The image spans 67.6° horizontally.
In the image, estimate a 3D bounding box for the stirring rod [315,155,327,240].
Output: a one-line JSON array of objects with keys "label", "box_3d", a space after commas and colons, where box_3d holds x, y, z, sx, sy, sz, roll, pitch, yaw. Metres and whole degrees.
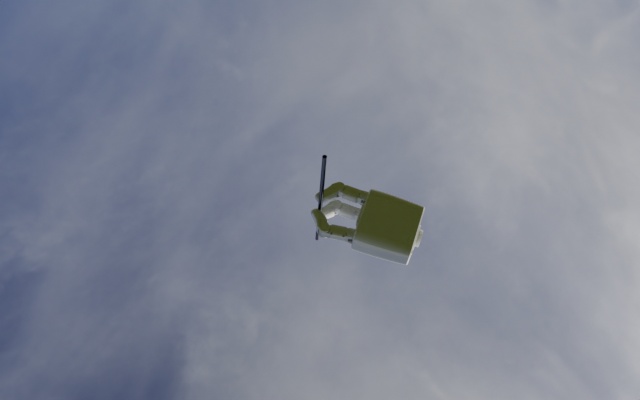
[{"label": "stirring rod", "box_3d": [0.000, 0.003, 0.872, 0.011, 0.011, 0.240, 0, -38, -4]}]
